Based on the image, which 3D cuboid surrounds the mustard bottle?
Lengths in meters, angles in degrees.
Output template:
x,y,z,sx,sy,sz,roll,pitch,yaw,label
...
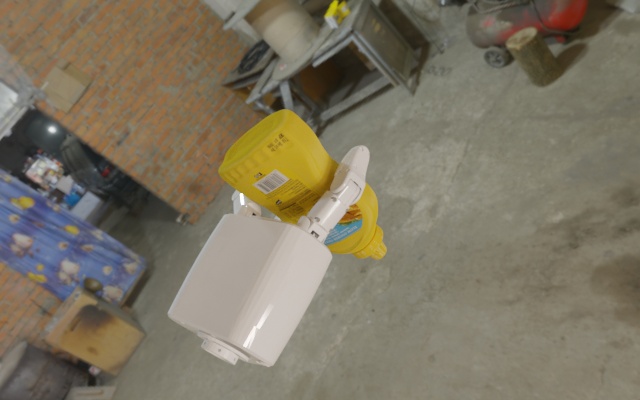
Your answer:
x,y,z,sx,sy,sz,roll,pitch,yaw,label
0.000,0.001,0.474,0.096,0.058,0.192,-30,-58,34,mustard bottle
